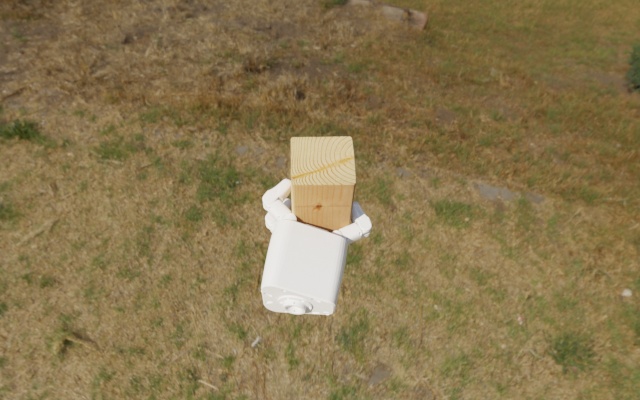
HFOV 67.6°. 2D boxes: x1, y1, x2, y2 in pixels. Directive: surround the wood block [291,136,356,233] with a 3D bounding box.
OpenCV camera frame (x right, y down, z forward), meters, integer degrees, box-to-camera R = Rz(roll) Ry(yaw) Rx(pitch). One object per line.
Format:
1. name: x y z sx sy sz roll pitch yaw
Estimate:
1. wood block: 0.000 0.003 0.749 0.091 0.090 0.206 -1 -35 -3
